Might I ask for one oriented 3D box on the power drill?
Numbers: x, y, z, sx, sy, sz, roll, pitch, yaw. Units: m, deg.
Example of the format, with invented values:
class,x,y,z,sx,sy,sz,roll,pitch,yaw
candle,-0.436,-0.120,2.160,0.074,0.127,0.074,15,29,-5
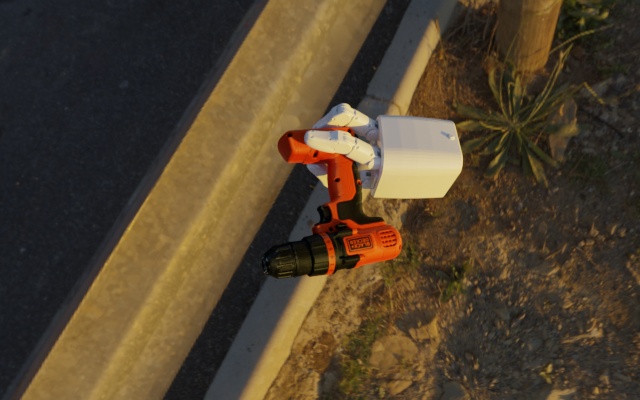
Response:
class,x,y,z,sx,sy,sz,roll,pitch,yaw
power drill,0.000,0.002,0.614,0.184,0.187,0.057,-7,-16,-24
